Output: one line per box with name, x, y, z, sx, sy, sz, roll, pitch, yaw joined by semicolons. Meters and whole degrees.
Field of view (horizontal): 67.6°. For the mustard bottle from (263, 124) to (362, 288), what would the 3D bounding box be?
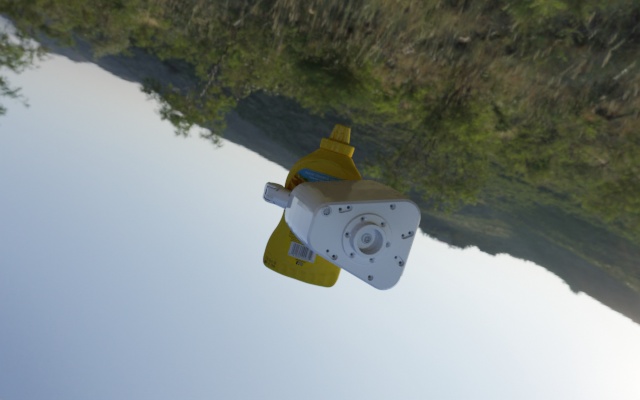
mustard bottle;0.000;0.002;0.581;0.096;0.191;0.058;18;6;9
